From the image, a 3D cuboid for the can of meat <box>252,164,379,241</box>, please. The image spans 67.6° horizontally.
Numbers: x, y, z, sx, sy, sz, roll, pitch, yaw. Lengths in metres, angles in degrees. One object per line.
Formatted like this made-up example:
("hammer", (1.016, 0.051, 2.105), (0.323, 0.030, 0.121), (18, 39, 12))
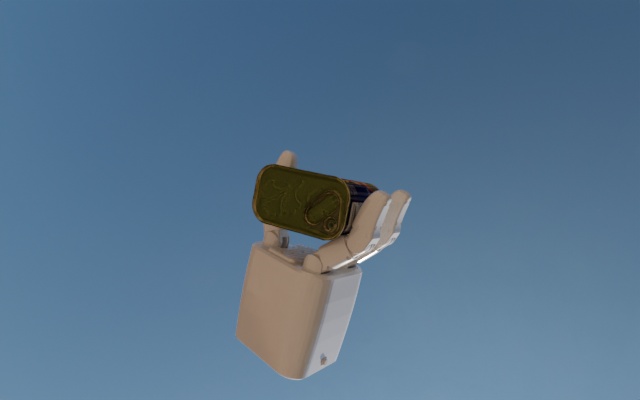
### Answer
("can of meat", (0.000, 0.001, 0.468), (0.102, 0.057, 0.084), (13, 5, 30))
